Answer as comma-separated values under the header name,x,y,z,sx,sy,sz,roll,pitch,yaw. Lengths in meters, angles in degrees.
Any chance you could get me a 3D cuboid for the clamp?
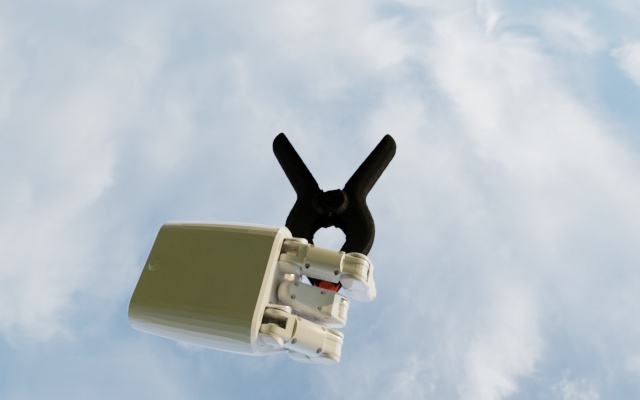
name,x,y,z,sx,sy,sz,roll,pitch,yaw
clamp,0.000,0.002,0.434,0.120,0.171,0.039,6,-34,13
